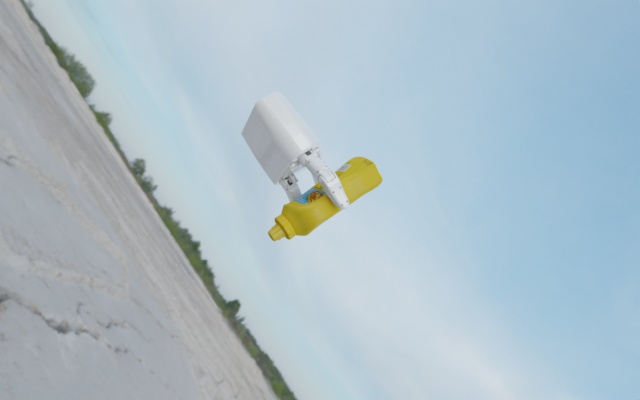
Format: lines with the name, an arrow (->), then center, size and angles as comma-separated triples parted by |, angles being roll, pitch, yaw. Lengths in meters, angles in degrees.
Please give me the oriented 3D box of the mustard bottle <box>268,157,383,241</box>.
mustard bottle -> 0.001, 0.003, 0.747 | 0.191, 0.058, 0.096 | -34, 17, -16
